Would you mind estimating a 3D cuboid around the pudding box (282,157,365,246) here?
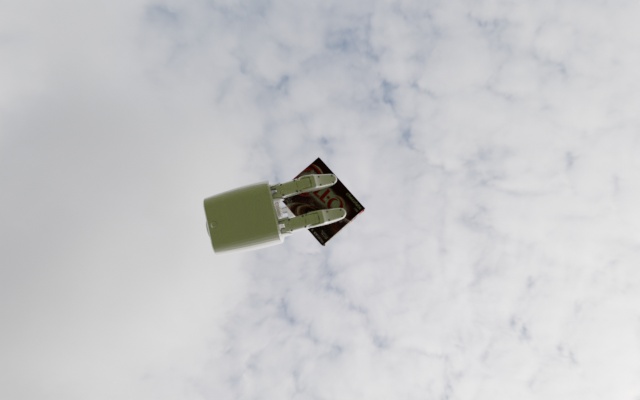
[{"bbox_3d":[0.000,0.003,0.754,0.090,0.113,0.039,-41,-5,-4],"label":"pudding box"}]
